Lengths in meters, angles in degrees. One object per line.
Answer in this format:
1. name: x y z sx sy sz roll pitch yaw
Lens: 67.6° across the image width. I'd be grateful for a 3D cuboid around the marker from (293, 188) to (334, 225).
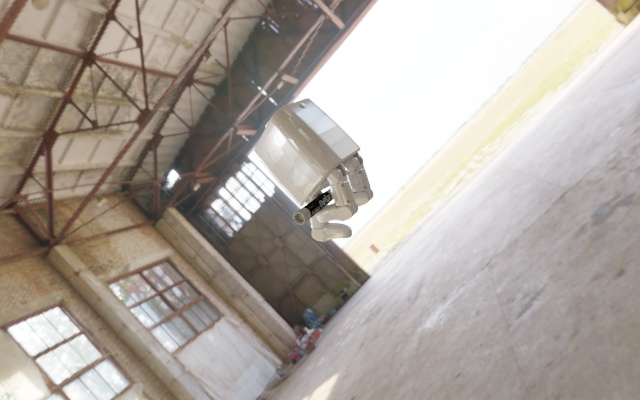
1. marker: 0.000 0.002 0.654 0.020 0.020 0.121 0 20 29
